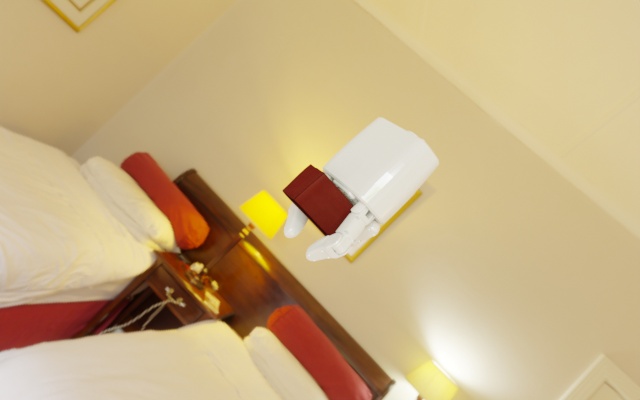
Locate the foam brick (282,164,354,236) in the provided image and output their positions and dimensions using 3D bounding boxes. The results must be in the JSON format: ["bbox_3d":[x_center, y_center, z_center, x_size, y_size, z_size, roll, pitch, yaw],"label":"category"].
[{"bbox_3d":[0.000,0.002,0.593,0.078,0.051,0.053,47,-3,-26],"label":"foam brick"}]
